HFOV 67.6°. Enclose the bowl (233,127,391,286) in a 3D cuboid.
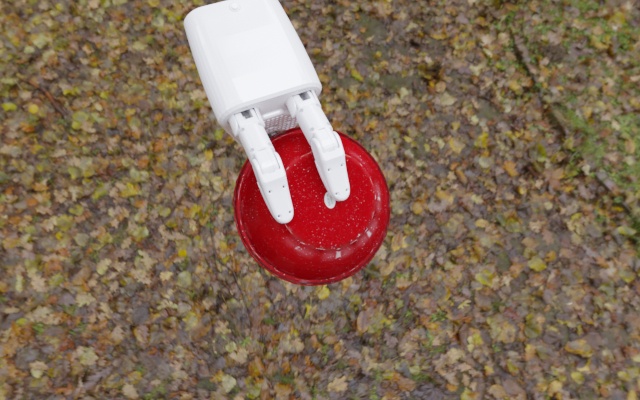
[{"bbox_3d":[0.001,0.003,0.454,0.162,0.162,0.055,0,-6,-14],"label":"bowl"}]
